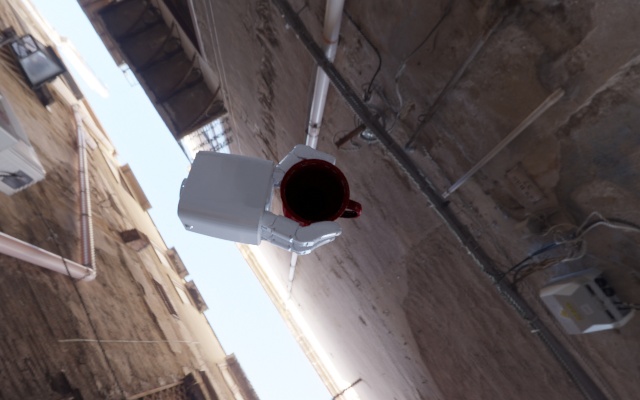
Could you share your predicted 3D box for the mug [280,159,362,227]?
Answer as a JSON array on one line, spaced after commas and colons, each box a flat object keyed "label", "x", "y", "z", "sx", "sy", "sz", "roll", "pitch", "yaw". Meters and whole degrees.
[{"label": "mug", "x": 0.002, "y": 0.002, "z": 0.668, "sx": 0.117, "sy": 0.093, "sz": 0.081, "roll": 12, "pitch": -18, "yaw": -3}]
